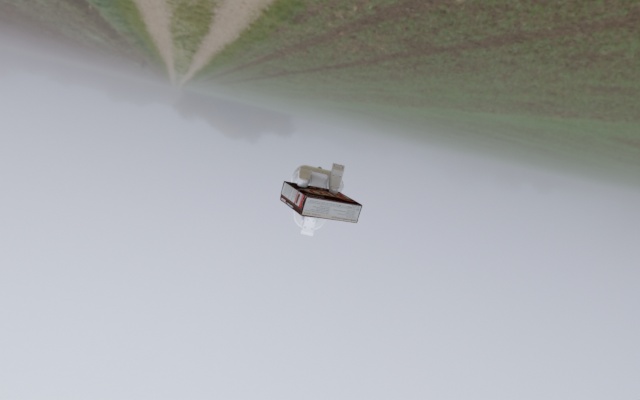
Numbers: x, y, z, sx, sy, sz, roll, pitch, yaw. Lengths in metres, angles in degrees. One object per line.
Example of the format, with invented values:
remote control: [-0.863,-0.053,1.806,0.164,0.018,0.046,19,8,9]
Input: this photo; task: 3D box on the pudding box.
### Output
pudding box: [0.000,0.003,0.806,0.113,0.039,0.090,7,13,-30]
